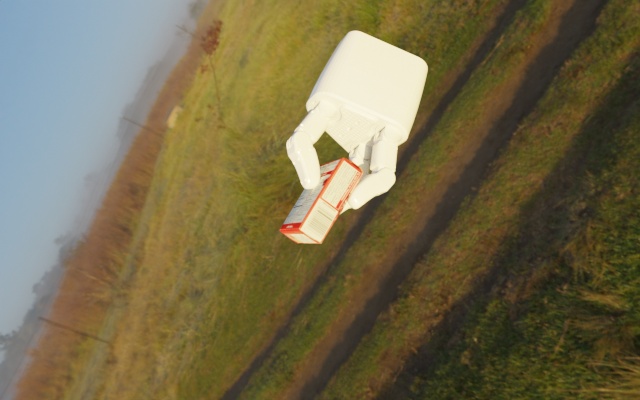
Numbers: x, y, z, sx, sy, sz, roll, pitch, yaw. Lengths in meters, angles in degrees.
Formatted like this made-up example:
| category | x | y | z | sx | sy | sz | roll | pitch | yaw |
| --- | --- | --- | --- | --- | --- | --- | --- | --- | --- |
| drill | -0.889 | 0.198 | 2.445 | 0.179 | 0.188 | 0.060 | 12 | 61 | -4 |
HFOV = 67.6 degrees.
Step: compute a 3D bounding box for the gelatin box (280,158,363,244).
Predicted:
| category | x | y | z | sx | sy | sz | roll | pitch | yaw |
| --- | --- | --- | --- | --- | --- | --- | --- | --- | --- |
| gelatin box | 0.000 | 0.002 | 0.498 | 0.030 | 0.089 | 0.073 | 35 | -15 | -15 |
